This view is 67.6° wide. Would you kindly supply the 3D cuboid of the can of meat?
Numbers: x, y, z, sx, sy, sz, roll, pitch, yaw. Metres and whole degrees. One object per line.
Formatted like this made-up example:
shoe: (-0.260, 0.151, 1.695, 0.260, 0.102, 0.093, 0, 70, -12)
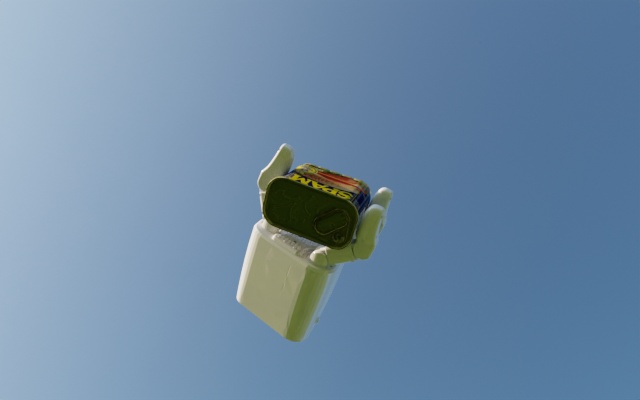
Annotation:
can of meat: (0.000, 0.002, 0.528, 0.102, 0.057, 0.084, 20, 22, 11)
